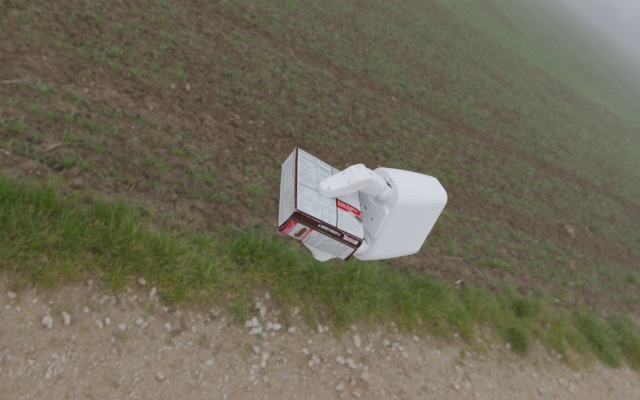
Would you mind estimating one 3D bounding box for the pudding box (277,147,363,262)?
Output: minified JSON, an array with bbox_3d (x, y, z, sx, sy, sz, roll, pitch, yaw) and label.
[{"bbox_3d":[0.000,0.002,0.533,0.090,0.039,0.113,25,34,-22],"label":"pudding box"}]
